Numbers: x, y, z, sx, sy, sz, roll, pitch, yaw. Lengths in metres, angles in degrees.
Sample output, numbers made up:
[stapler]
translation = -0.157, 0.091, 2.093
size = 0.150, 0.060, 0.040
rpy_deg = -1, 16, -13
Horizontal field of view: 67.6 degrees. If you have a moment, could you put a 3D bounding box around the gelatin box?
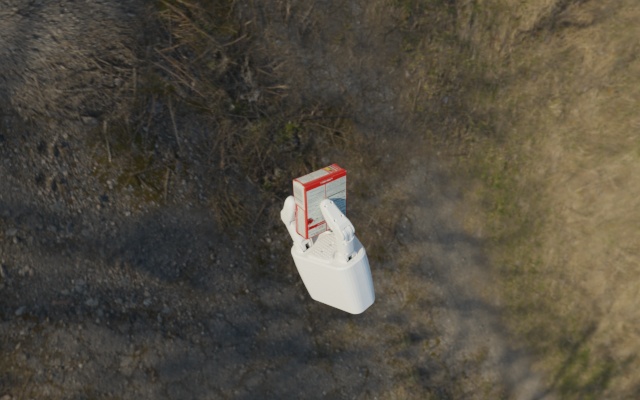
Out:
[gelatin box]
translation = 0.000, 0.002, 0.666
size = 0.073, 0.089, 0.030
rpy_deg = -23, 38, -31
